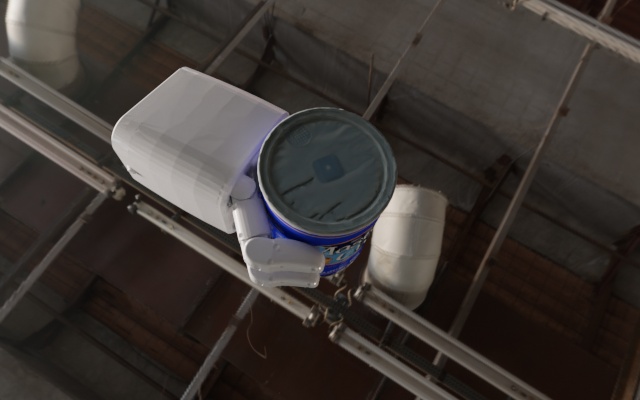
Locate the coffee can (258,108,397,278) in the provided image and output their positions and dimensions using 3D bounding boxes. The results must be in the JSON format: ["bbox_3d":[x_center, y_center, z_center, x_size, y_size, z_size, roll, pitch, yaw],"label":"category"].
[{"bbox_3d":[0.000,0.001,0.412,0.103,0.102,0.140,0,-22,-5],"label":"coffee can"}]
